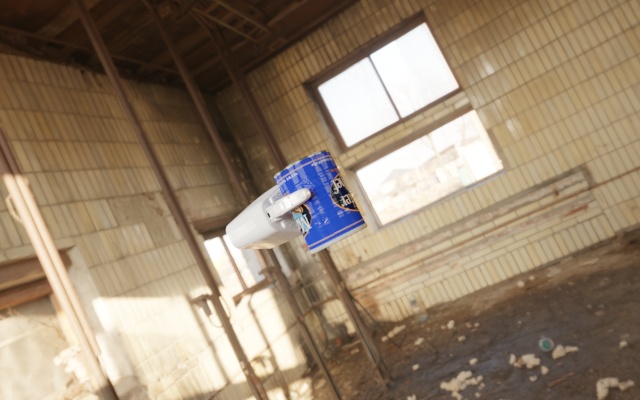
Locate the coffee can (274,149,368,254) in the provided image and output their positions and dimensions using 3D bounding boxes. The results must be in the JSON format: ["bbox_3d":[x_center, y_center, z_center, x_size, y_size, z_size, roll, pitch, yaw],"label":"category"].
[{"bbox_3d":[0.000,0.003,0.779,0.103,0.140,0.103,-26,-4,-2],"label":"coffee can"}]
